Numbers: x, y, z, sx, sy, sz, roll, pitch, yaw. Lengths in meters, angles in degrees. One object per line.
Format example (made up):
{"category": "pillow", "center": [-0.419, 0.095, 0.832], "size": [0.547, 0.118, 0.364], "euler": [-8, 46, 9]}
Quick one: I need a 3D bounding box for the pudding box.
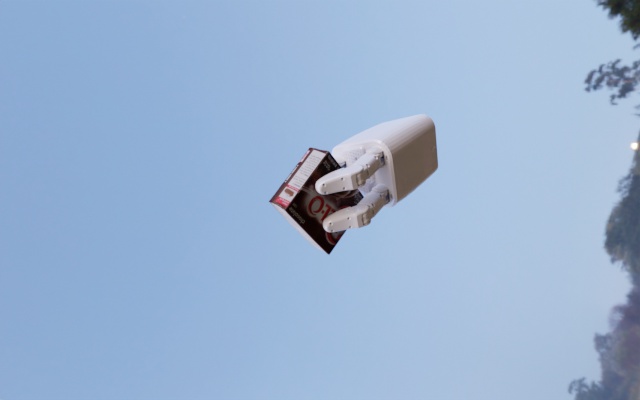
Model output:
{"category": "pudding box", "center": [0.000, 0.002, 0.599], "size": [0.039, 0.090, 0.113], "euler": [21, -19, 45]}
